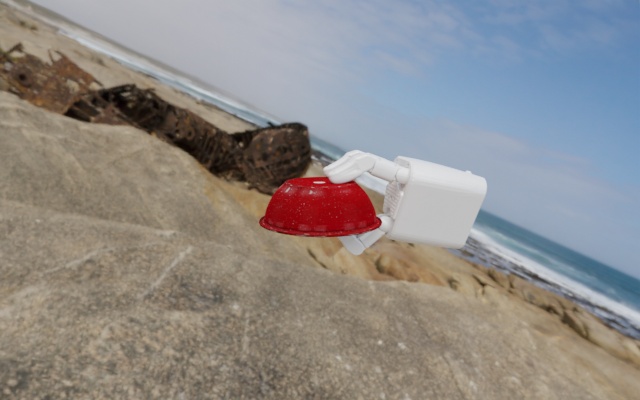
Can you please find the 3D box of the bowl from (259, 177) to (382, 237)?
[{"bbox_3d":[-0.001,0.002,0.621,0.162,0.055,0.162,0,11,0],"label":"bowl"}]
